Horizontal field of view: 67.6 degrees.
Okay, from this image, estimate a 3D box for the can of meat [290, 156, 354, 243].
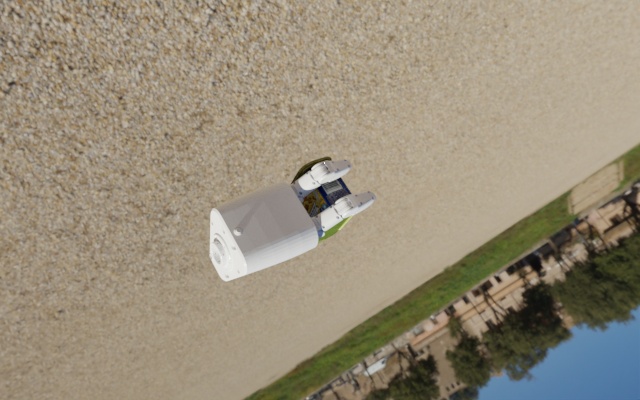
[{"bbox_3d":[0.000,0.003,0.678,0.057,0.084,0.102,-20,-21,-35],"label":"can of meat"}]
